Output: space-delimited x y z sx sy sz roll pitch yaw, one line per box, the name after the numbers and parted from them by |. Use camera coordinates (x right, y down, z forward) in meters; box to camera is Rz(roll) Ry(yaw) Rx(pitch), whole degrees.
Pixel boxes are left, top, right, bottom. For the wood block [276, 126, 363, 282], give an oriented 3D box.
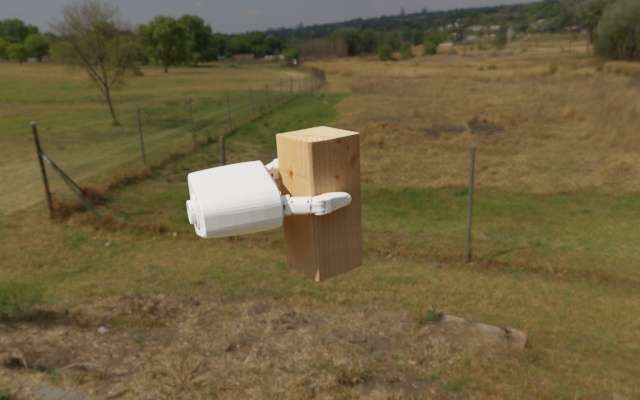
0.000 0.002 0.713 0.090 0.206 0.091 -15 22 -32 | wood block
